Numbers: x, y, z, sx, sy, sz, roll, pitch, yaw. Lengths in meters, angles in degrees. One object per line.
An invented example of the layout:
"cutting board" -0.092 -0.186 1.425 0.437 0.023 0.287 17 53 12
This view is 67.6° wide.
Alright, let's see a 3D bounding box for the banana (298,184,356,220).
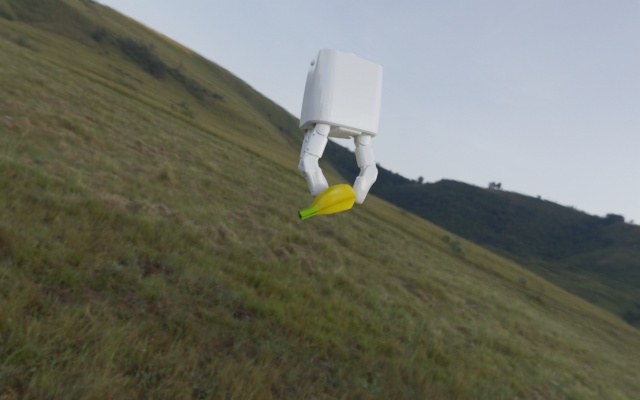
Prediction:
"banana" 0.018 -0.001 0.684 0.069 0.037 0.198 -11 -1 10
